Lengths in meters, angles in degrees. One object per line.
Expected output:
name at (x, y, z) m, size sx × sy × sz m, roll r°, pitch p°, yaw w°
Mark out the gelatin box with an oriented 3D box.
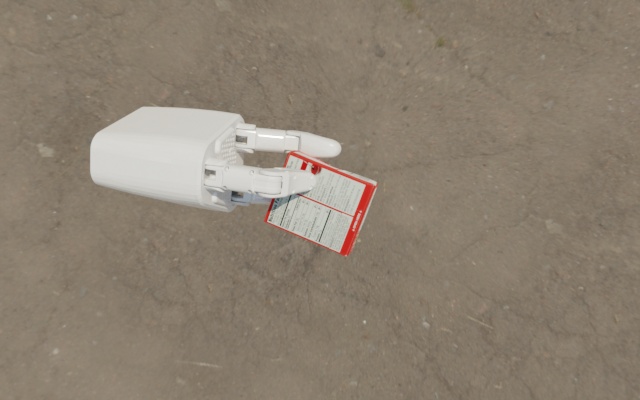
gelatin box at (0.000, 0.002, 0.453) m, size 0.089 × 0.073 × 0.030 m, roll 22°, pitch 12°, yaw 10°
